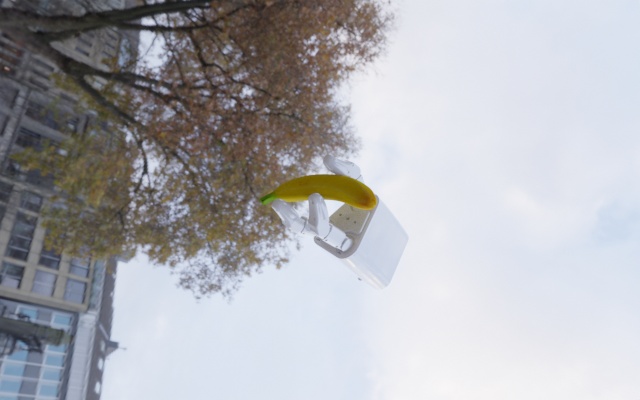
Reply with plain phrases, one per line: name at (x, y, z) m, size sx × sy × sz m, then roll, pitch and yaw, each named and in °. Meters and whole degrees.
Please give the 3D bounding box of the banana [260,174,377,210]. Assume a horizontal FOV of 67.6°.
banana at (0.006, -0.010, 0.674) m, size 0.198 × 0.037 × 0.069 m, roll -1°, pitch 41°, yaw 39°
